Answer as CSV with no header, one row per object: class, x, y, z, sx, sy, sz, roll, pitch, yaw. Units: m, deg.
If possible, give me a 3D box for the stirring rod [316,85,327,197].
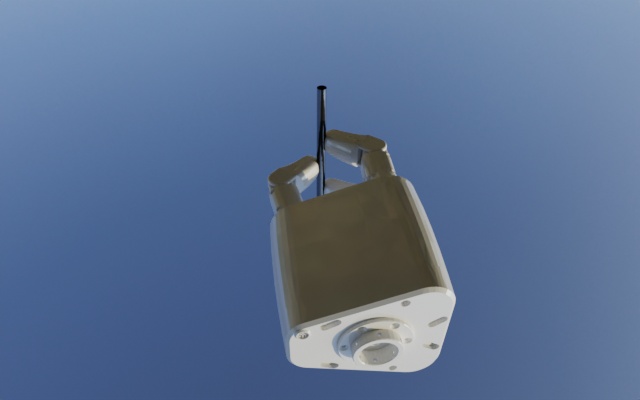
stirring rod,0.000,0.001,0.459,0.011,0.240,0.011,0,41,0
